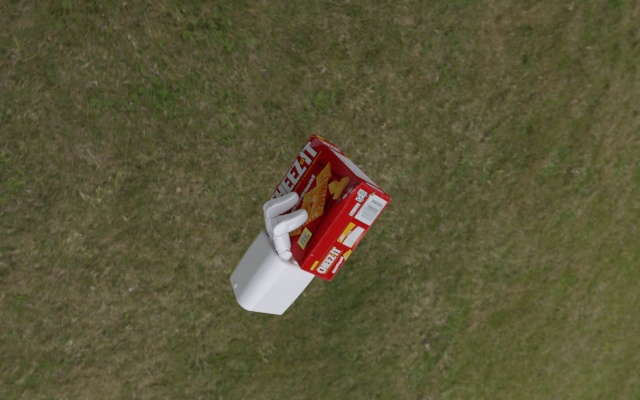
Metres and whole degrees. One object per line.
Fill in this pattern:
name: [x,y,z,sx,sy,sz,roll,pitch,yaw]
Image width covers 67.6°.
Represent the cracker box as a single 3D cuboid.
cracker box: [0.000,0.003,0.794,0.072,0.164,0.213,28,14,-33]
